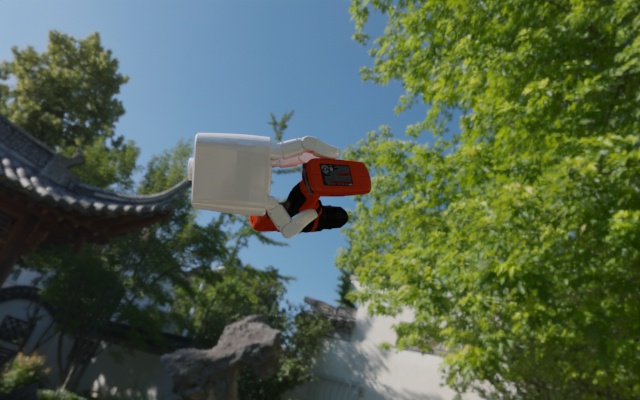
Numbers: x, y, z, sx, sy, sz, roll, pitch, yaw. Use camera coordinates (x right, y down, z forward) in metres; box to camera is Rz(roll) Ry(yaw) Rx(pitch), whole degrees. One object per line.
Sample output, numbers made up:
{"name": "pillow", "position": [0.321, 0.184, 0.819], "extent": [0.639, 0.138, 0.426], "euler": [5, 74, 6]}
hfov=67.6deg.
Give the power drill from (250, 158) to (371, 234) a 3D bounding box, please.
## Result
{"name": "power drill", "position": [0.000, 0.002, 0.765], "extent": [0.184, 0.057, 0.188], "euler": [-1, -25, -32]}
